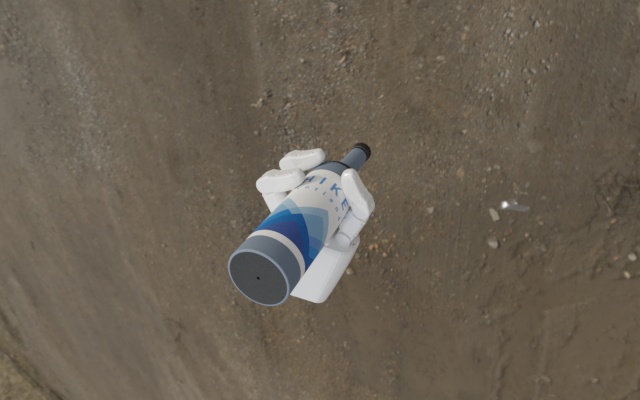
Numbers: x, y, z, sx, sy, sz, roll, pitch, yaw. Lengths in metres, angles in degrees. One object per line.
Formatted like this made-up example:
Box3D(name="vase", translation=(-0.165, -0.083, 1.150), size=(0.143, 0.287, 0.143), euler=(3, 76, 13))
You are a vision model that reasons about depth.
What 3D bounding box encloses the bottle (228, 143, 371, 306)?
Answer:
Box3D(name="bottle", translation=(0.000, 0.002, 0.561), size=(0.069, 0.069, 0.295), euler=(0, 29, 27))
